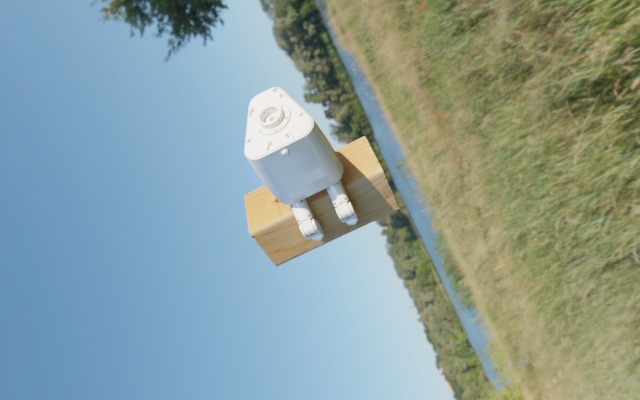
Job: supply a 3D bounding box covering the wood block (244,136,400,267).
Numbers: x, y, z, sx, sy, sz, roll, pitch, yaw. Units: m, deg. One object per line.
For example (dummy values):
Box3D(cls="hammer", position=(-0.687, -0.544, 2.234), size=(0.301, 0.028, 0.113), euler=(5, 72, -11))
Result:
Box3D(cls="wood block", position=(0.000, 0.002, 0.717), size=(0.206, 0.090, 0.090), euler=(-25, -48, 7))
